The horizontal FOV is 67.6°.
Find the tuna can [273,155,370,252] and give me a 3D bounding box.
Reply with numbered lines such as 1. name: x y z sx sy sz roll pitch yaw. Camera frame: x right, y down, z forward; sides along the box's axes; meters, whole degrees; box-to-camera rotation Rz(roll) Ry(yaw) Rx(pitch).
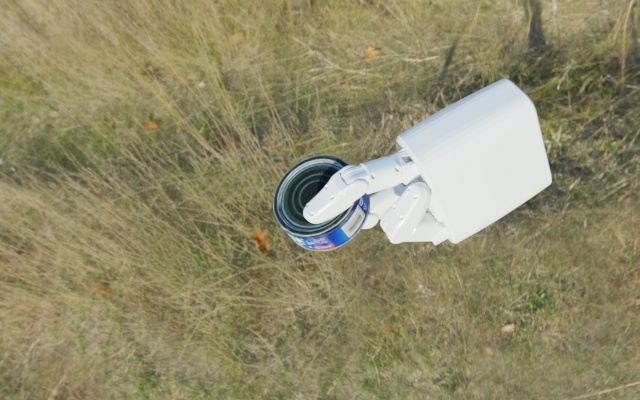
1. tuna can: 0.000 0.001 0.440 0.086 0.086 0.034 0 -27 25
